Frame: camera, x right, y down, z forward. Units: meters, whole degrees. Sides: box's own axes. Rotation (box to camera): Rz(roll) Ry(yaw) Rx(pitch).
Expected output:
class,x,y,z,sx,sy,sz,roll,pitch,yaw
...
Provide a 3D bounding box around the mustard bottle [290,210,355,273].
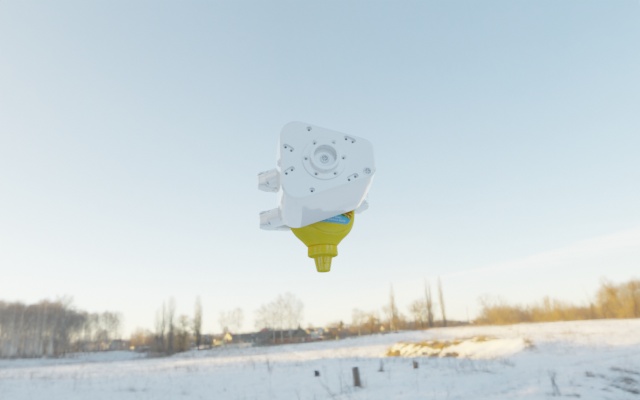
class,x,y,z,sx,sy,sz,roll,pitch,yaw
mustard bottle,0.000,0.002,0.654,0.096,0.191,0.058,7,-20,-29
